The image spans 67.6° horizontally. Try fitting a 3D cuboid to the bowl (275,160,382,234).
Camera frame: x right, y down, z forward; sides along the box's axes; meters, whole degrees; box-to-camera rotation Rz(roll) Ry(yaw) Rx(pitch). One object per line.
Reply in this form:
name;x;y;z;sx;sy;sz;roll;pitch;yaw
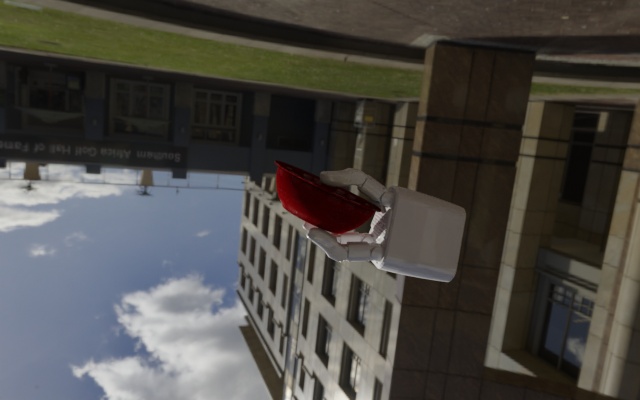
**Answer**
bowl;-0.001;0.002;0.658;0.162;0.055;0.162;25;6;-3
